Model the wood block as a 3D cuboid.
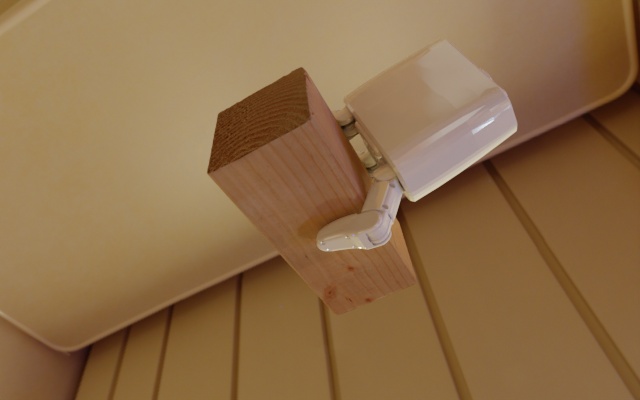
[{"bbox_3d":[0.001,0.002,0.431,0.090,0.206,0.090,-25,38,15],"label":"wood block"}]
